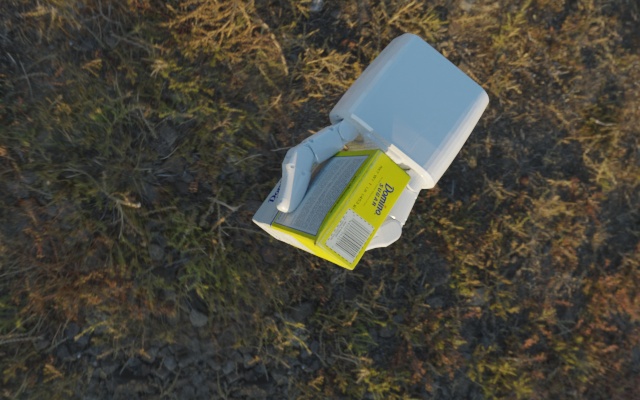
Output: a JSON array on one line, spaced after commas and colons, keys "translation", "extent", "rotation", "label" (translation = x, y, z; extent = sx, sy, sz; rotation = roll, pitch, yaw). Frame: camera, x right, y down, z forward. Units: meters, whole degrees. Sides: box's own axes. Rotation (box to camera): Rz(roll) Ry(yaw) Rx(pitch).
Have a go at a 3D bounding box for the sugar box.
[{"translation": [0.001, 0.002, 0.449], "extent": [0.048, 0.093, 0.176], "rotation": [39, -11, -19], "label": "sugar box"}]
